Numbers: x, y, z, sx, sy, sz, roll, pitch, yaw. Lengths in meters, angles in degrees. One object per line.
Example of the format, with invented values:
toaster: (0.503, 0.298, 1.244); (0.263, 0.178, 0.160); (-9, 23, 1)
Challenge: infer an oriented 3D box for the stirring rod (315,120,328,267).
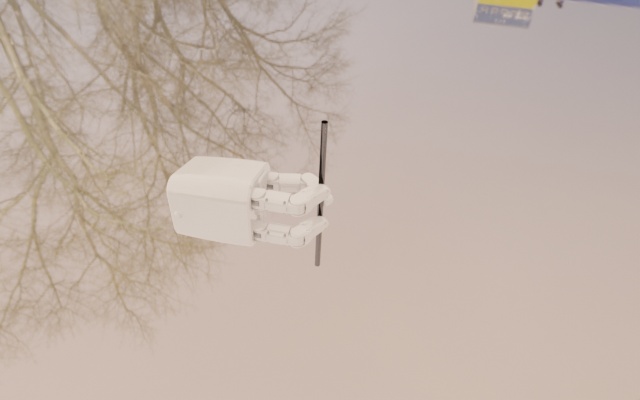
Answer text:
stirring rod: (0.000, 0.002, 0.624); (0.011, 0.240, 0.011); (2, 40, -1)
